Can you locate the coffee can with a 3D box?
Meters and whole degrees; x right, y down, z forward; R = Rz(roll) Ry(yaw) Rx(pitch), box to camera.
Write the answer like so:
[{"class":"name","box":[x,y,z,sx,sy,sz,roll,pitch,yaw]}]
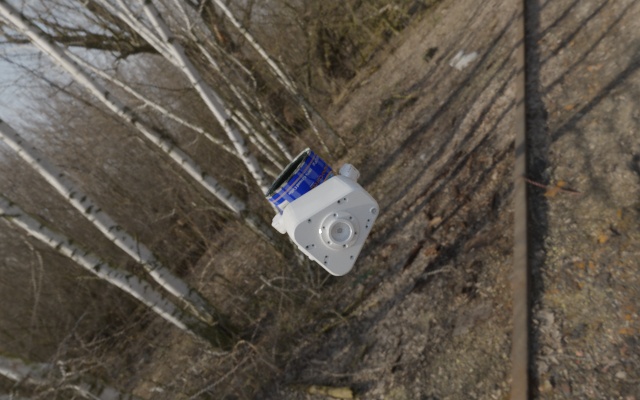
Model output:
[{"class":"coffee can","box":[0.000,0.002,0.742,0.140,0.103,0.103,42,-11,-13]}]
